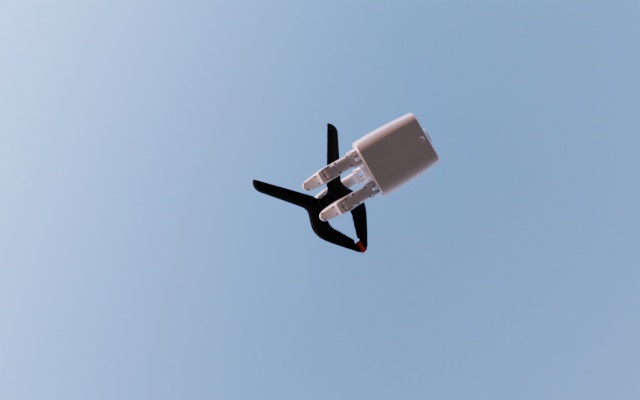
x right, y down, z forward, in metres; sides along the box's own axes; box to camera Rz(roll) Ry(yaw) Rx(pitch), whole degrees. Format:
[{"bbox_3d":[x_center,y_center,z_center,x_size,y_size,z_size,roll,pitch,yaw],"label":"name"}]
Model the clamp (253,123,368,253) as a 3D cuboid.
[{"bbox_3d":[0.001,0.003,0.778,0.164,0.210,0.036,-30,-1,3],"label":"clamp"}]
